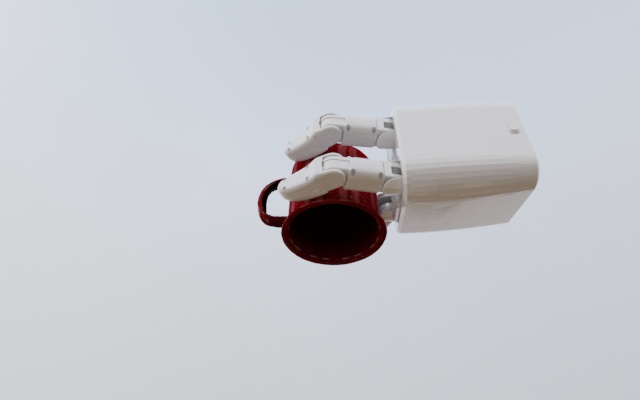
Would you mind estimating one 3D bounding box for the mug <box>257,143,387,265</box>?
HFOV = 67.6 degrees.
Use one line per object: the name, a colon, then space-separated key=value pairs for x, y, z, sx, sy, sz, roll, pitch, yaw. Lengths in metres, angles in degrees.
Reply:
mug: x=-0.001 y=0.001 z=0.446 sx=0.117 sy=0.081 sz=0.093 roll=-2 pitch=-42 yaw=2
